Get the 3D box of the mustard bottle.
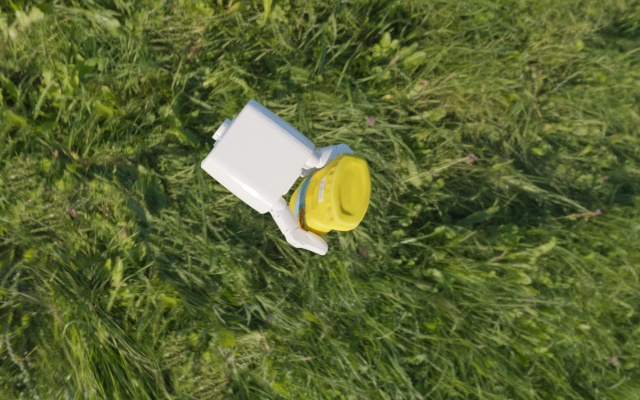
[{"bbox_3d":[0.001,0.002,0.674,0.058,0.096,0.191,13,-15,-22],"label":"mustard bottle"}]
